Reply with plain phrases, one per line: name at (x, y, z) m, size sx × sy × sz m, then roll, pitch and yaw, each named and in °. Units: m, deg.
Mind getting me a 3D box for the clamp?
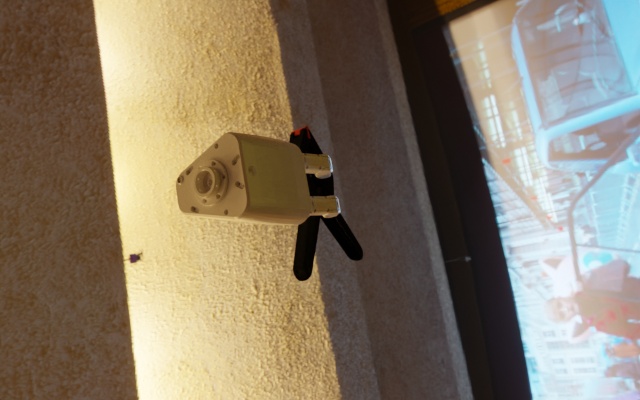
clamp at (-0.001, 0.002, 0.670) m, size 0.036 × 0.210 × 0.164 m, roll -16°, pitch -12°, yaw 30°
